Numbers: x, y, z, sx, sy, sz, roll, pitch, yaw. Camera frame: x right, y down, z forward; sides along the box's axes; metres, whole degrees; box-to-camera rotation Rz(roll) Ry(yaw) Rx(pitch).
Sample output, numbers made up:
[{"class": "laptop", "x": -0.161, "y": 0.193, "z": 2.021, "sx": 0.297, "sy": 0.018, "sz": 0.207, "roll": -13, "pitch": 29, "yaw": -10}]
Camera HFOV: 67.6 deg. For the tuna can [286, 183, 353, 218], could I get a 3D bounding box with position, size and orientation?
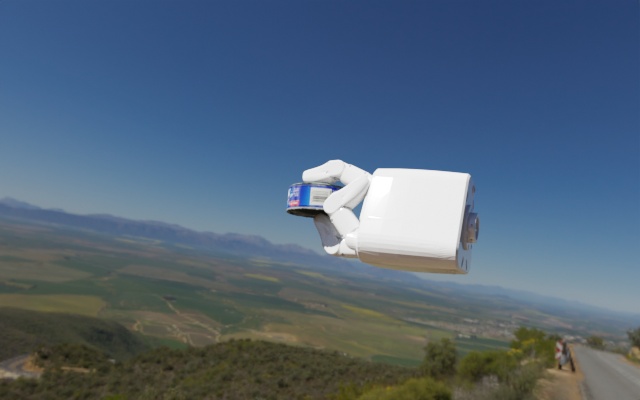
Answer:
[{"class": "tuna can", "x": 0.000, "y": 0.001, "z": 0.614, "sx": 0.086, "sy": 0.033, "sz": 0.086, "roll": 5, "pitch": -9, "yaw": 1}]
